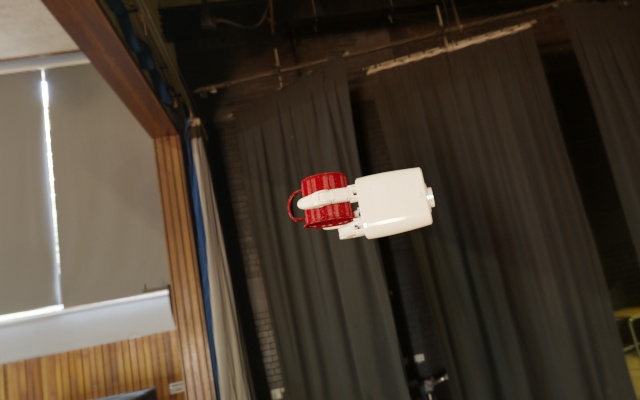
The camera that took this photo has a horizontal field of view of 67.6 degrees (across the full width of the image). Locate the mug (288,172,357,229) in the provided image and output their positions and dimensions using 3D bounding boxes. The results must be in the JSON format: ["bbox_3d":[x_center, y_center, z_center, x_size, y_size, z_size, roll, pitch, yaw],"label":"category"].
[{"bbox_3d":[-0.001,0.003,0.828,0.117,0.081,0.093,-11,-11,11],"label":"mug"}]
